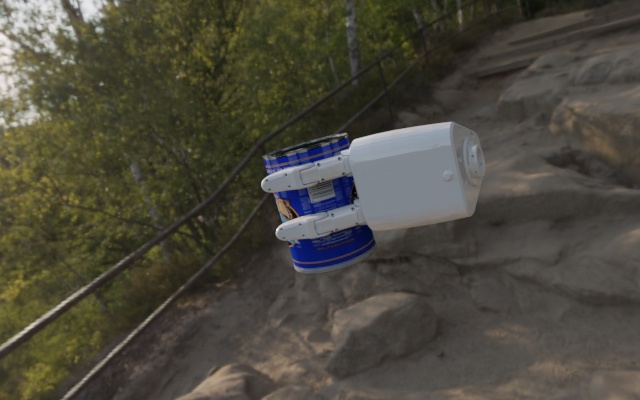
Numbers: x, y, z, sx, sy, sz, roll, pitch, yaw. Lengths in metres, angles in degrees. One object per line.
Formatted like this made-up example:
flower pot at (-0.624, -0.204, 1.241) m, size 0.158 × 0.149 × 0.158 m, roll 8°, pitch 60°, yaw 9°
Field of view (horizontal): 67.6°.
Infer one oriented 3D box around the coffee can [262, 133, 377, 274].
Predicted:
coffee can at (0.000, 0.002, 0.563) m, size 0.103 × 0.140 × 0.103 m, roll -15°, pitch 11°, yaw 3°
